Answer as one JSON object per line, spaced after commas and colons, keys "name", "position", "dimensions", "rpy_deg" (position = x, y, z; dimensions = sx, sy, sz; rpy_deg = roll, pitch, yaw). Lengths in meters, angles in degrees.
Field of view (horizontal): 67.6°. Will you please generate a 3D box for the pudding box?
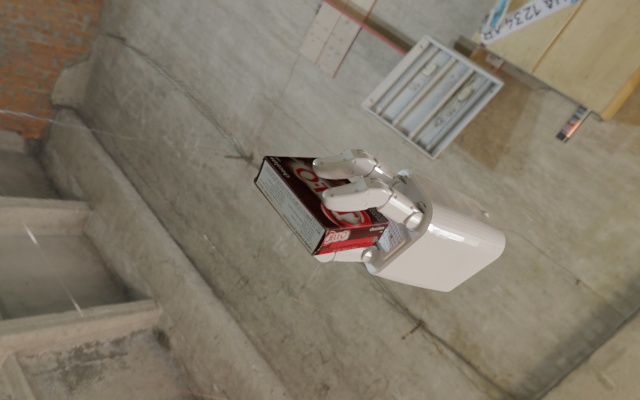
{"name": "pudding box", "position": [0.000, 0.002, 0.476], "dimensions": [0.090, 0.039, 0.113], "rpy_deg": [-2, 39, -46]}
